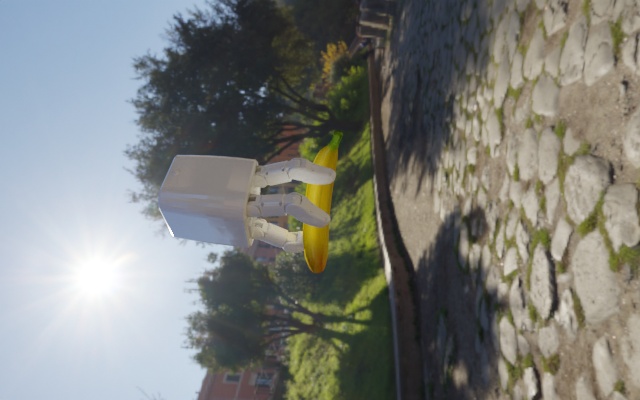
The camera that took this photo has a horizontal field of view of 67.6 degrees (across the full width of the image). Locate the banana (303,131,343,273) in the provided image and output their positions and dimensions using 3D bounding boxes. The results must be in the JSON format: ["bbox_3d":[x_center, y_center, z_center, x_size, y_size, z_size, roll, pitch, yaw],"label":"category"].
[{"bbox_3d":[-0.002,0.006,0.637,0.037,0.197,0.070,9,-22,-5],"label":"banana"}]
